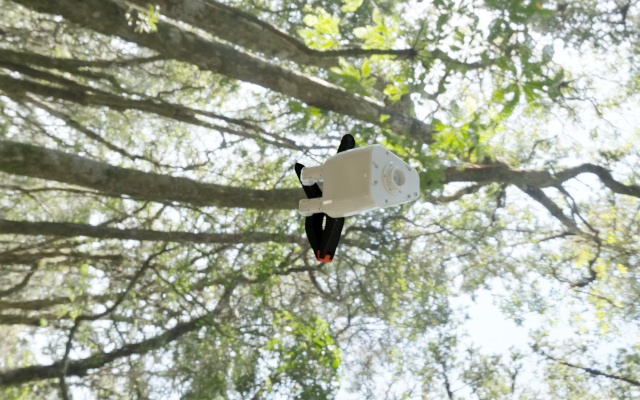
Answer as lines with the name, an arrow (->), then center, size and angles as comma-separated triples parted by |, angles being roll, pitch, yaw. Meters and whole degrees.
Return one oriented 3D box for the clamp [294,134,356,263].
clamp -> 0.001, 0.003, 0.829 | 0.036, 0.210, 0.164 | 11, -14, -33
